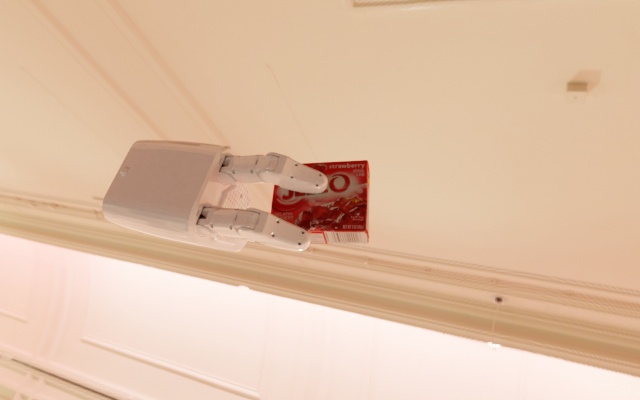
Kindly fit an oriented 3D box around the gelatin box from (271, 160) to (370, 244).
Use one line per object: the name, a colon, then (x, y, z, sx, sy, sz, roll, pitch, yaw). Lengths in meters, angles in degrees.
gelatin box: (0.000, 0.002, 0.438, 0.089, 0.073, 0.030, -1, -29, 10)
